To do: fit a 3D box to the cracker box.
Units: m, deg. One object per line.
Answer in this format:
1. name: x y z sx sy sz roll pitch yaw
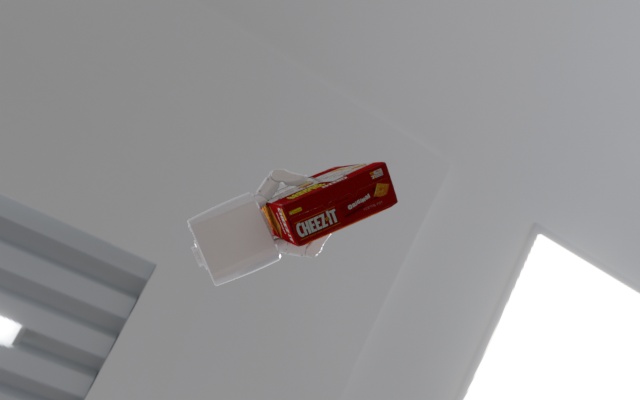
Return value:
1. cracker box: 0.000 0.002 0.754 0.164 0.072 0.213 -23 9 -15
